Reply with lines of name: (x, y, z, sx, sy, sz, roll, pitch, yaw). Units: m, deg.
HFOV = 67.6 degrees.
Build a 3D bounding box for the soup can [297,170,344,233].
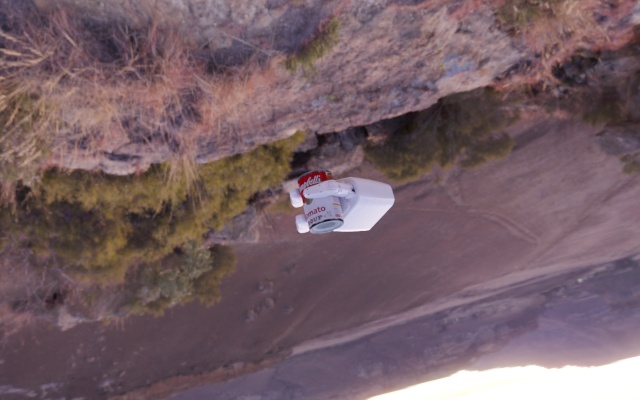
soup can: (0.000, 0.003, 0.887, 0.068, 0.102, 0.068, -12, -20, -5)
